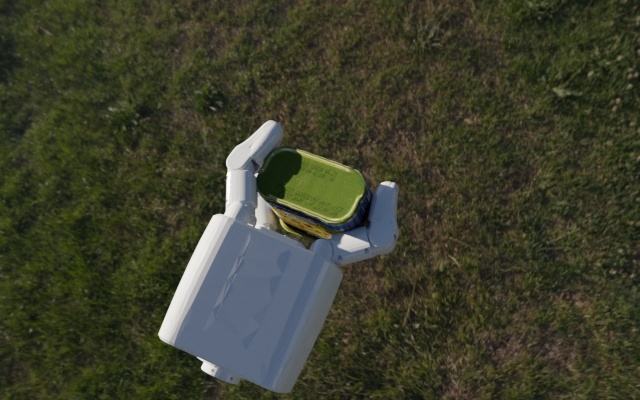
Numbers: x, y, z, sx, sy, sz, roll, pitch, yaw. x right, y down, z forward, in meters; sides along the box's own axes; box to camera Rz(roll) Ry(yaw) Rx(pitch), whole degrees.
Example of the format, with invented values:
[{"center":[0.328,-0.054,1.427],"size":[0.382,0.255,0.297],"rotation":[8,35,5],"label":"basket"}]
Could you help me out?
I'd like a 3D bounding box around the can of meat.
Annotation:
[{"center":[0.000,0.001,0.429],"size":[0.102,0.057,0.084],"rotation":[20,-16,22],"label":"can of meat"}]
